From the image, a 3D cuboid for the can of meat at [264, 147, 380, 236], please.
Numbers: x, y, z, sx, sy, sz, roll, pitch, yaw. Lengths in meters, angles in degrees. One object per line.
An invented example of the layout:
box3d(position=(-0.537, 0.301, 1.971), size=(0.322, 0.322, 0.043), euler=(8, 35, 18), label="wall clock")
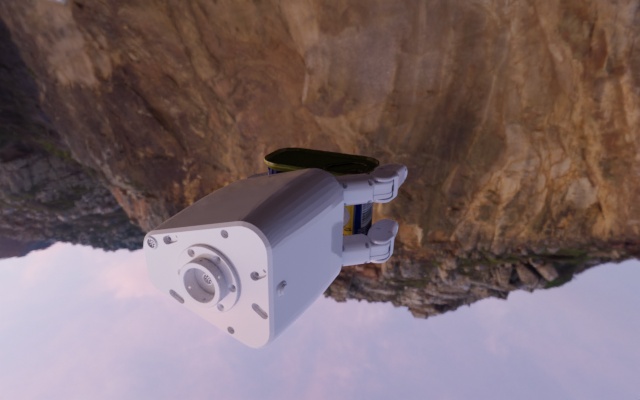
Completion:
box3d(position=(0.000, 0.002, 0.445), size=(0.102, 0.084, 0.057), euler=(9, 23, 20), label="can of meat")
